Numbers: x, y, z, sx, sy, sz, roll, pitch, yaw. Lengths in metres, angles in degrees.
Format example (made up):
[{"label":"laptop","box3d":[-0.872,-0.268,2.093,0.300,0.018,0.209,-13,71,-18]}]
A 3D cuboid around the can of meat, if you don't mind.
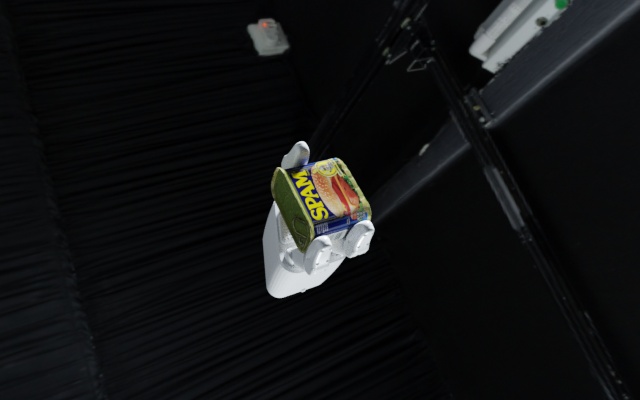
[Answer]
[{"label":"can of meat","box3d":[0.000,0.002,0.572,0.084,0.102,0.057,-15,-28,-26]}]
